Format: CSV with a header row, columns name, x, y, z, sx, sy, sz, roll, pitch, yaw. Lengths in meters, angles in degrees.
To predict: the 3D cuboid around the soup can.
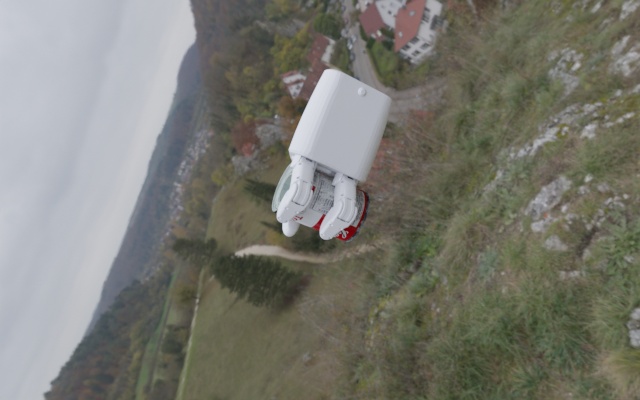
name,x,y,z,sx,sy,sz,roll,pitch,yaw
soup can,0.000,0.002,0.587,0.102,0.068,0.068,23,-7,-18
